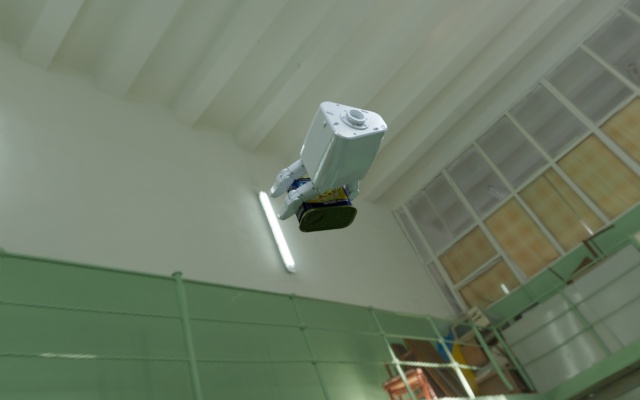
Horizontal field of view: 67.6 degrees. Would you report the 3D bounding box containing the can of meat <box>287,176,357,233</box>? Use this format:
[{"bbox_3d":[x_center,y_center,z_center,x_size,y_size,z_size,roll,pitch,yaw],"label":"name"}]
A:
[{"bbox_3d":[0.000,0.003,0.829,0.102,0.084,0.057,-5,-41,-24],"label":"can of meat"}]
